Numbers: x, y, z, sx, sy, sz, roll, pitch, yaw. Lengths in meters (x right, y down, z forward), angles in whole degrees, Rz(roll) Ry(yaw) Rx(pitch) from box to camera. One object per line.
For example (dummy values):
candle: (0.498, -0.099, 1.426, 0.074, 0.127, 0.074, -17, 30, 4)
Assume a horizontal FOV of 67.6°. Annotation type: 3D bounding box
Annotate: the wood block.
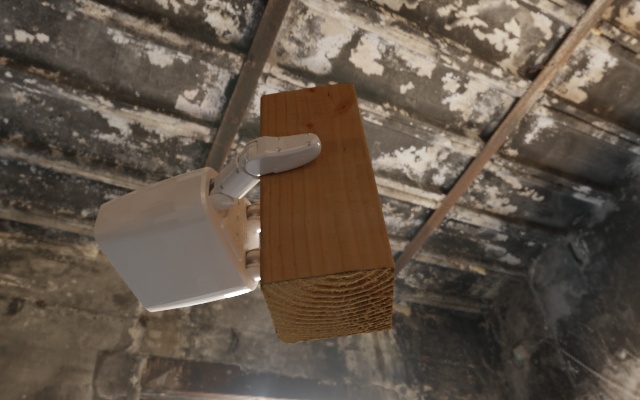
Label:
wood block: (0.000, 0.001, 0.405, 0.090, 0.206, 0.091, -8, -42, 1)
